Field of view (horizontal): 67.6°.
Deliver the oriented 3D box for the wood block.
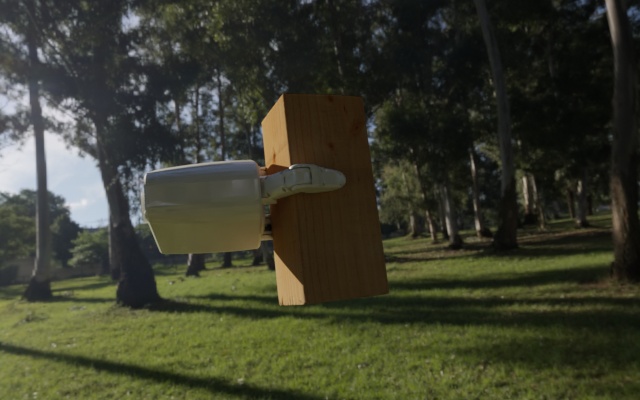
[{"bbox_3d":[0.000,0.001,0.505,0.090,0.206,0.091,-3,-11,-23],"label":"wood block"}]
